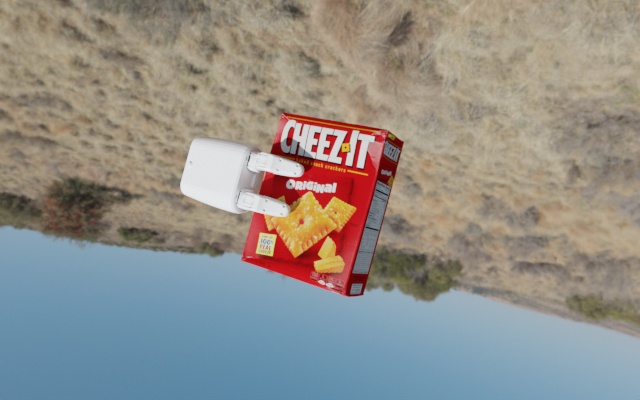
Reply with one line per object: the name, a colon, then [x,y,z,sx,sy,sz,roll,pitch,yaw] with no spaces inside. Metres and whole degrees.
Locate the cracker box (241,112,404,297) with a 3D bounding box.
cracker box: [0.000,0.002,0.638,0.164,0.213,0.072,14,-1,28]
